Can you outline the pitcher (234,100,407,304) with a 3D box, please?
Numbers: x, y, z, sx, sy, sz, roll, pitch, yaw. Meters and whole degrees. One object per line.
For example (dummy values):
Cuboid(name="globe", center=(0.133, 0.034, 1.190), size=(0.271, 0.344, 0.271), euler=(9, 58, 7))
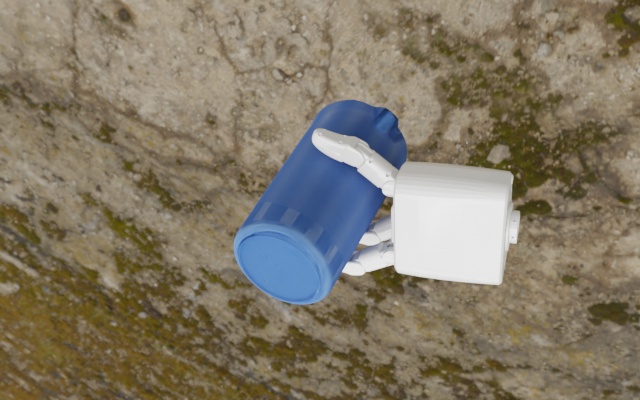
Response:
Cuboid(name="pitcher", center=(0.000, 0.002, 0.551), size=(0.145, 0.149, 0.242), euler=(7, 39, 23))
